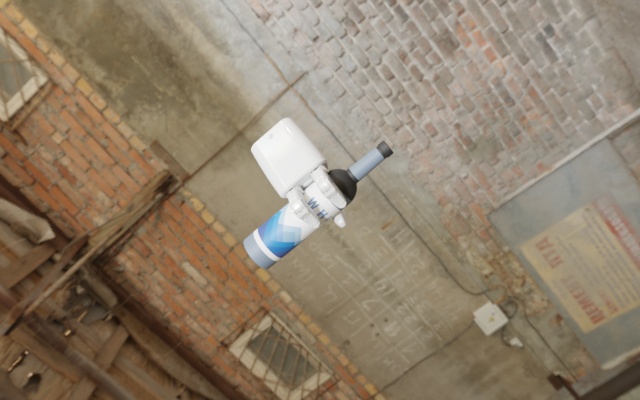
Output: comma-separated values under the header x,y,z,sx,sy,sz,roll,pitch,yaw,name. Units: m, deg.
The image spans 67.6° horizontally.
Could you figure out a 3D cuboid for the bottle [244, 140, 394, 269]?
x,y,z,sx,sy,sz,roll,pitch,yaw,name
0.000,0.003,0.811,0.296,0.069,0.069,-39,-8,10,bottle
